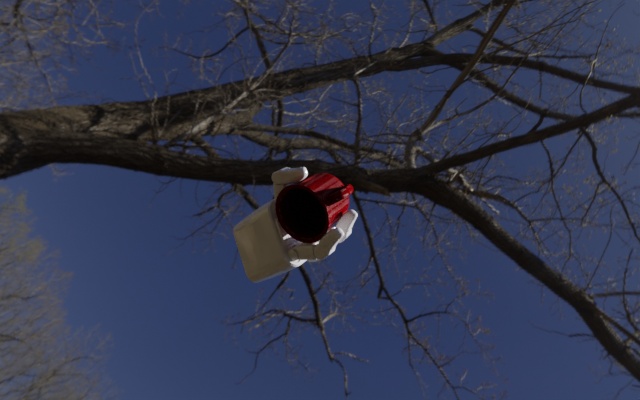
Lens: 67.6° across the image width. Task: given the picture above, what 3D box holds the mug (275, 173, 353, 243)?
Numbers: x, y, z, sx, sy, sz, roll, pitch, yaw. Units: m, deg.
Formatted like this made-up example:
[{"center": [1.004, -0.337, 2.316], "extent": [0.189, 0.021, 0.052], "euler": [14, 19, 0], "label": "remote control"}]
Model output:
[{"center": [0.001, 0.002, 0.723], "extent": [0.117, 0.093, 0.081], "euler": [-28, 4, 37], "label": "mug"}]
